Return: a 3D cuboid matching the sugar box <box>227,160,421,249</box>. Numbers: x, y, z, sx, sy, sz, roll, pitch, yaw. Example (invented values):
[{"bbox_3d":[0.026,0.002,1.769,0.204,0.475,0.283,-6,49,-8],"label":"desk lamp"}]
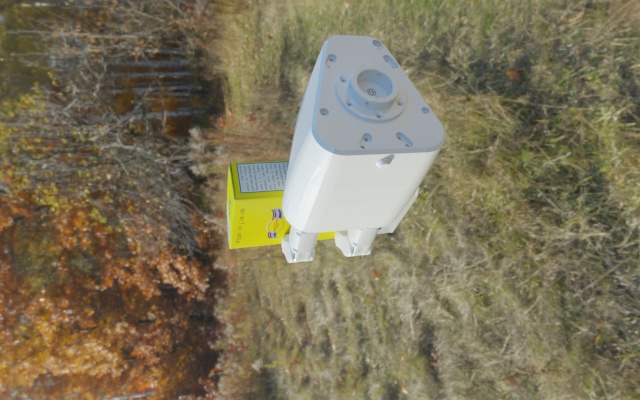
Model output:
[{"bbox_3d":[0.000,0.002,0.461,0.176,0.048,0.093,-3,-32,-15],"label":"sugar box"}]
